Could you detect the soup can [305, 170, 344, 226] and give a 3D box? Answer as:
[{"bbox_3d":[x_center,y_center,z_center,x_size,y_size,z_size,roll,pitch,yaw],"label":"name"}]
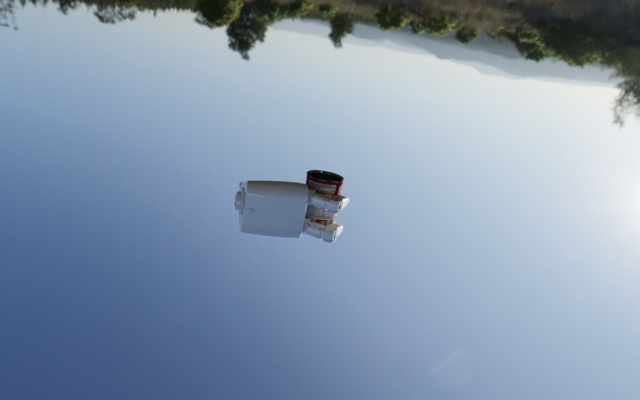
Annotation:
[{"bbox_3d":[0.001,0.003,0.865,0.068,0.102,0.068,9,17,-3],"label":"soup can"}]
